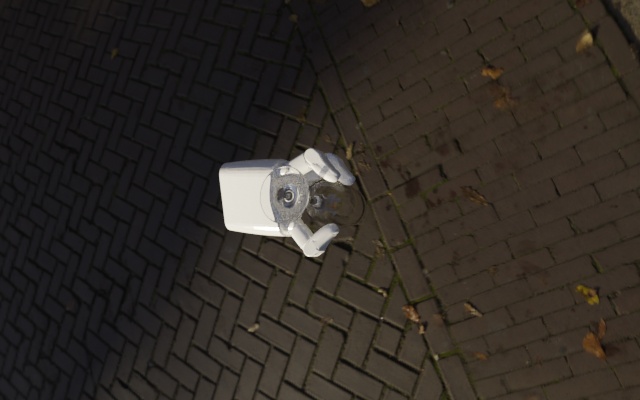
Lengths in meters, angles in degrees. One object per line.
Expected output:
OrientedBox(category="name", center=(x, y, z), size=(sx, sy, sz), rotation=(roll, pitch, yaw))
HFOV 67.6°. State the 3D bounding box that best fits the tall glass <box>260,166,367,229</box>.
OrientedBox(category="tall glass", center=(0.000, 0.002, 0.692), size=(0.079, 0.079, 0.201), rotation=(0, -5, 29))
